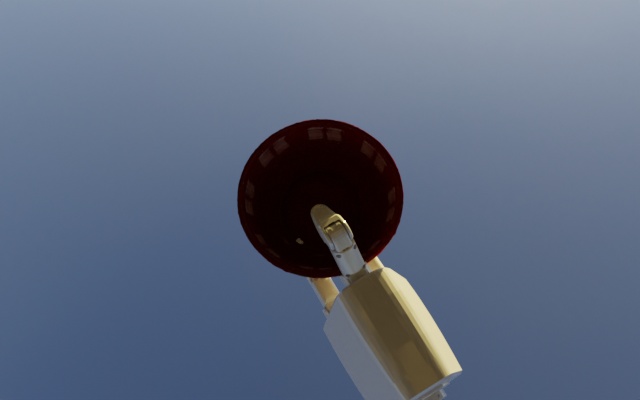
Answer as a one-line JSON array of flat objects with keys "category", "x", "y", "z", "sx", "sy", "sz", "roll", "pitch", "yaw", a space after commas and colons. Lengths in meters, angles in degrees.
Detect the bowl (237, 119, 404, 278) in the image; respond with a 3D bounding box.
[{"category": "bowl", "x": 0.000, "y": 0.000, "z": 0.486, "sx": 0.162, "sy": 0.162, "sz": 0.055, "roll": 0, "pitch": -17, "yaw": 1}]
